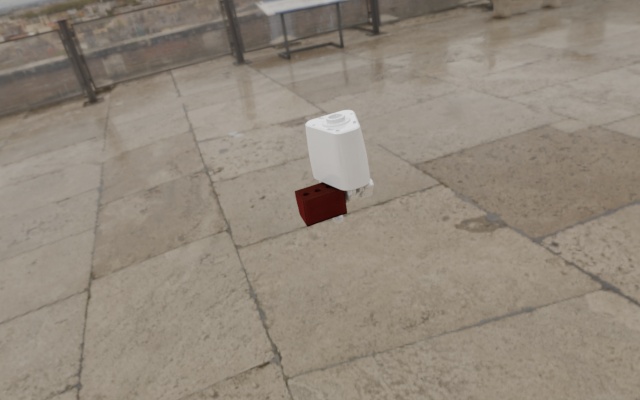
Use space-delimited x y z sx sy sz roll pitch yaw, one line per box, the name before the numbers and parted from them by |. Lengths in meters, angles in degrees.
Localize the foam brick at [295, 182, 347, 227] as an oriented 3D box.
foam brick | 0.000 0.003 0.849 0.078 0.051 0.053 -19 29 -13
